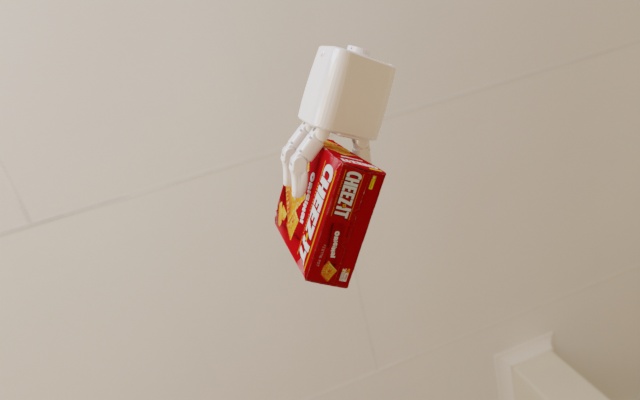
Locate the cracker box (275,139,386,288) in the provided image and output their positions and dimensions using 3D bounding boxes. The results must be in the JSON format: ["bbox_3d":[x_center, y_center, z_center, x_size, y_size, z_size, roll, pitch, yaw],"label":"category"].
[{"bbox_3d":[0.000,0.002,0.694,0.072,0.164,0.213,12,14,-20],"label":"cracker box"}]
